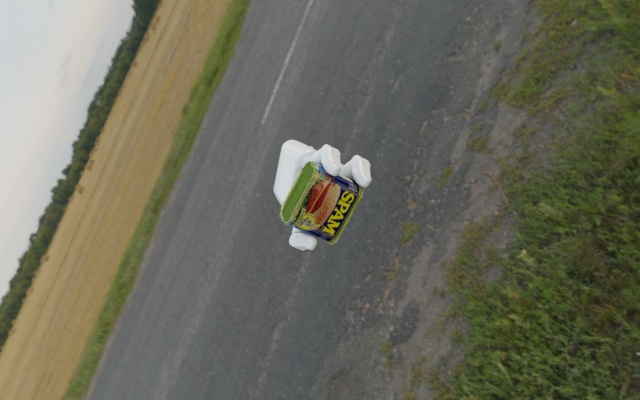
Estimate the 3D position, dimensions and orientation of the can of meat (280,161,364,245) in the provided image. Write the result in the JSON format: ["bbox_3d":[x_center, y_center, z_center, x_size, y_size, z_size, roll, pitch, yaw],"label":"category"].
[{"bbox_3d":[0.000,0.002,0.698,0.084,0.102,0.057,24,11,-25],"label":"can of meat"}]
